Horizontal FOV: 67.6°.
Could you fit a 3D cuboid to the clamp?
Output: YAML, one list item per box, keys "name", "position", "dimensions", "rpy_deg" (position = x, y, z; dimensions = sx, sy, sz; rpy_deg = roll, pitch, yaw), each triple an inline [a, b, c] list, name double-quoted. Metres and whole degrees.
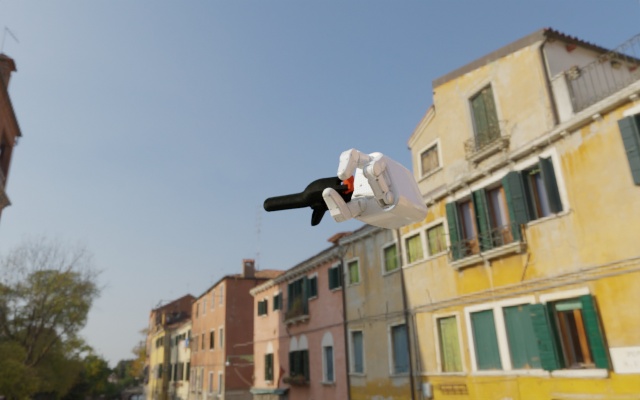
- name: "clamp"
  position: [0.000, 0.002, 0.812]
  dimensions: [0.171, 0.039, 0.120]
  rpy_deg: [-18, -25, 37]
